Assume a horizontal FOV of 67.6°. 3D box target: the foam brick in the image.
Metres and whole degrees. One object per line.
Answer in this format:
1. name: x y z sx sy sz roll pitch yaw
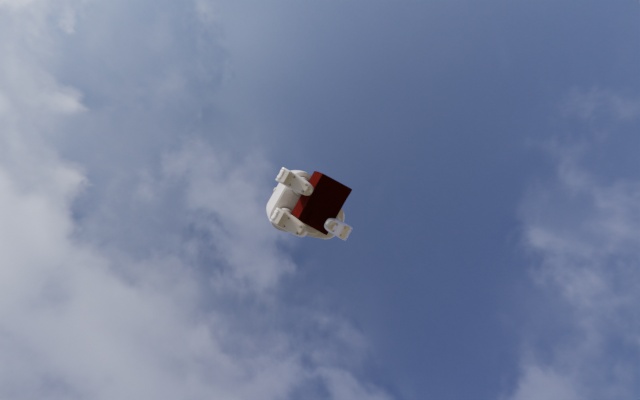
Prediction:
1. foam brick: 0.000 0.002 0.707 0.053 0.078 0.051 30 0 -16
